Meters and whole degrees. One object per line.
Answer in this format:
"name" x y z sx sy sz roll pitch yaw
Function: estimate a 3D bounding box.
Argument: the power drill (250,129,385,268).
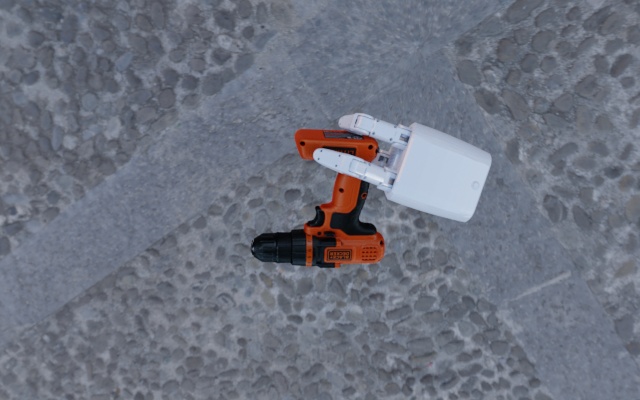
"power drill" 0.000 0.002 0.632 0.184 0.188 0.057 0 24 -8
